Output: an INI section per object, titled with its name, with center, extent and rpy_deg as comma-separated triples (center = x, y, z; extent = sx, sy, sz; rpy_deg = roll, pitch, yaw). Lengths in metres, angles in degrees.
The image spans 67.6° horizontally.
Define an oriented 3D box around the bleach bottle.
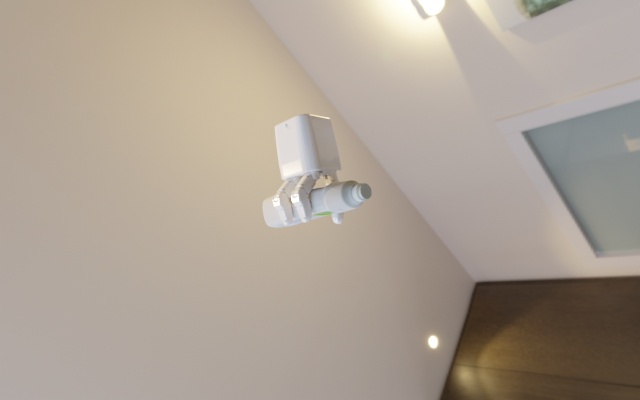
[bleach bottle]
center = 0.000, 0.003, 0.899
extent = 0.102, 0.068, 0.251
rpy_deg = -8, -3, -43
